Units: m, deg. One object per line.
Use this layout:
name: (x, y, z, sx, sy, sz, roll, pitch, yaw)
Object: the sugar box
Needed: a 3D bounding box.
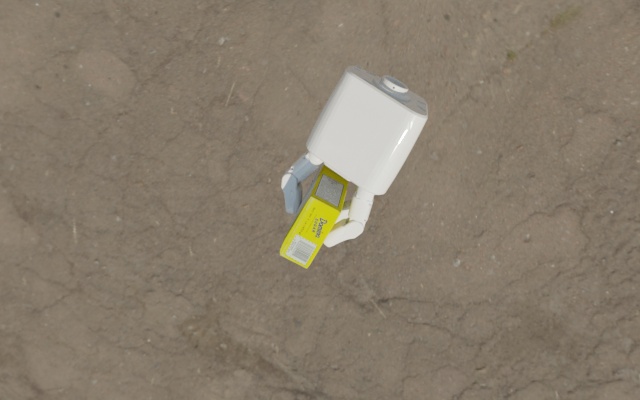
sugar box: (0.001, 0.002, 0.629, 0.048, 0.093, 0.176, 30, 27, -2)
